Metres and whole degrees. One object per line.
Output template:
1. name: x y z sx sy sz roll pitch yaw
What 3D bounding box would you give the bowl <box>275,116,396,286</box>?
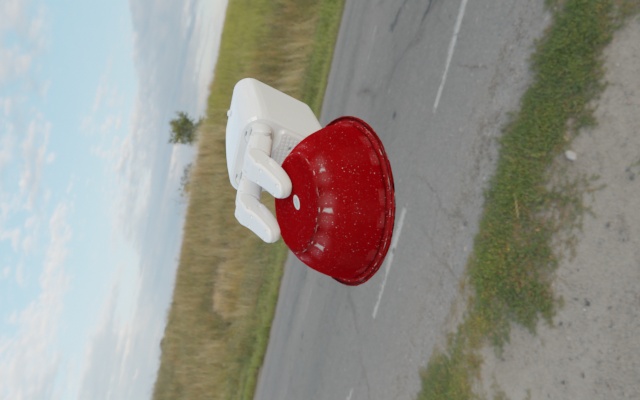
1. bowl: 0.000 0.002 0.443 0.055 0.162 0.162 -2 1 -29
